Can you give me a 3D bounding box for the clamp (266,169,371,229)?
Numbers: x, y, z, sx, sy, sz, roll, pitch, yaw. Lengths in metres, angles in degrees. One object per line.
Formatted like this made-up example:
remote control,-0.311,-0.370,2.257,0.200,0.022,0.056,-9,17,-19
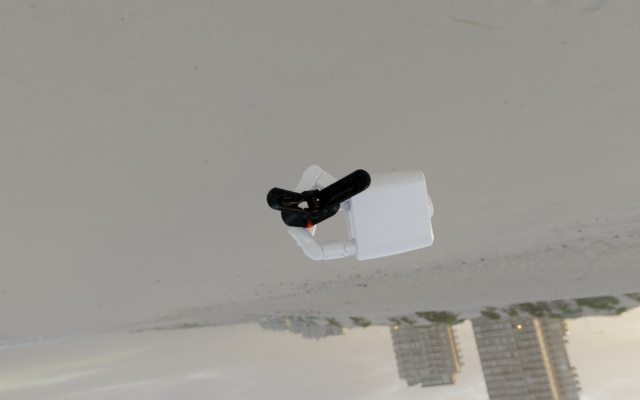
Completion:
clamp,0.000,0.003,0.601,0.120,0.039,0.171,-9,-11,-1
